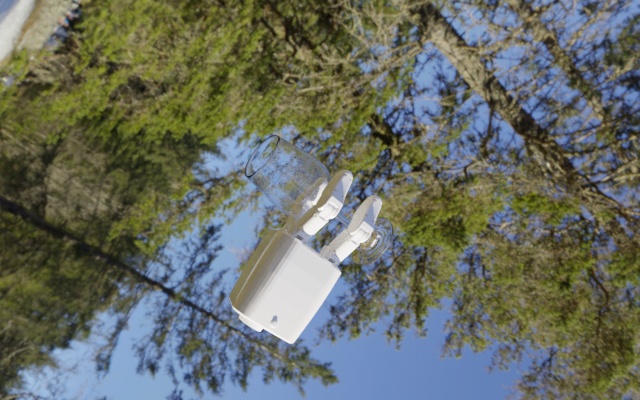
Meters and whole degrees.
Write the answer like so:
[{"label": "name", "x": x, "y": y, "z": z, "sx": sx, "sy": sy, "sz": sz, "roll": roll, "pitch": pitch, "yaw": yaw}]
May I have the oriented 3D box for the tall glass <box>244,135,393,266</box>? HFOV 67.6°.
[{"label": "tall glass", "x": 0.001, "y": 0.002, "z": 0.603, "sx": 0.201, "sy": 0.079, "sz": 0.079, "roll": 38, "pitch": -20, "yaw": -27}]
